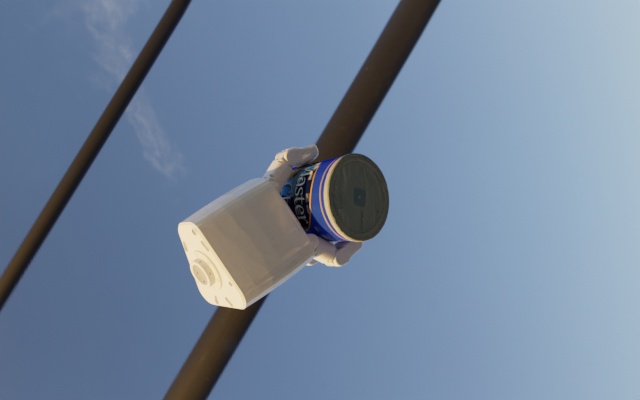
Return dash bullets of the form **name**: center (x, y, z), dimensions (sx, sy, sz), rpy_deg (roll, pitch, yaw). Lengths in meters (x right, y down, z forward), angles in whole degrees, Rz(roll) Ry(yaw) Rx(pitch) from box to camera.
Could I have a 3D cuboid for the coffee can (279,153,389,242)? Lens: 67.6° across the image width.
- **coffee can**: center (0.000, 0.002, 0.601), dimensions (0.103, 0.103, 0.140), rpy_deg (0, -5, -41)
